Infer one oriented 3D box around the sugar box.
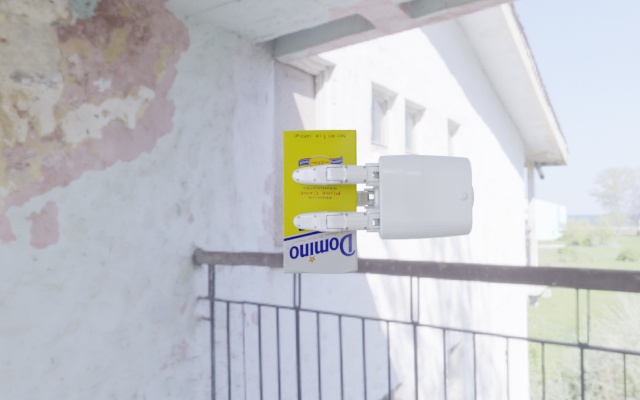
[{"bbox_3d":[0.000,0.002,0.596,0.093,0.176,0.048,-1,-1,3],"label":"sugar box"}]
